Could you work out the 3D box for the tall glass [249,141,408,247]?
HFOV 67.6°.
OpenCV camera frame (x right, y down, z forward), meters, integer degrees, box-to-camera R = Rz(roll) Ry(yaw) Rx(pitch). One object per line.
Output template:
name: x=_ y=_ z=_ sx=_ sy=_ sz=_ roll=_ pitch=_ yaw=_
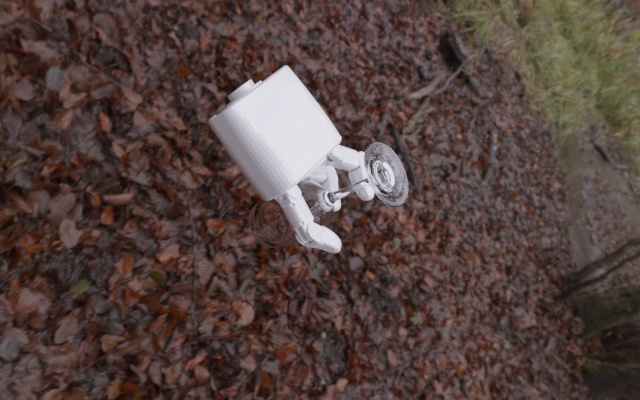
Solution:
tall glass: x=0.001 y=0.002 z=0.568 sx=0.201 sy=0.079 sz=0.079 roll=-24 pitch=-16 yaw=39
